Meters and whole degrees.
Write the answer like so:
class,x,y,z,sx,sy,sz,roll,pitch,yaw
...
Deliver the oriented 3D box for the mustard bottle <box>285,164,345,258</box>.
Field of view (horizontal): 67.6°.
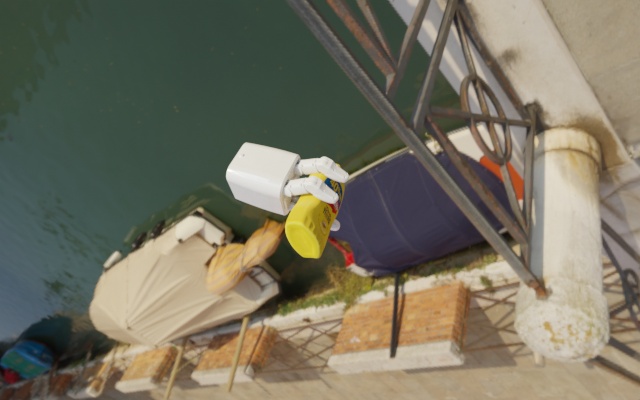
class,x,y,z,sx,sy,sz,roll,pitch,yaw
mustard bottle,0.000,0.003,0.854,0.058,0.096,0.191,-1,44,27
